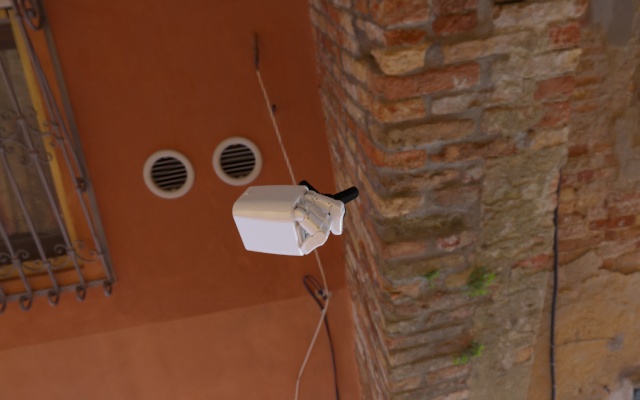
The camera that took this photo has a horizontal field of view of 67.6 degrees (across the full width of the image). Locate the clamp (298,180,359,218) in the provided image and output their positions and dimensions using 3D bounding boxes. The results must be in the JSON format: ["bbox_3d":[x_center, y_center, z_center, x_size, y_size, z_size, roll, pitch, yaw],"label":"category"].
[{"bbox_3d":[0.000,0.004,0.893,0.120,0.039,0.171,5,21,13],"label":"clamp"}]
